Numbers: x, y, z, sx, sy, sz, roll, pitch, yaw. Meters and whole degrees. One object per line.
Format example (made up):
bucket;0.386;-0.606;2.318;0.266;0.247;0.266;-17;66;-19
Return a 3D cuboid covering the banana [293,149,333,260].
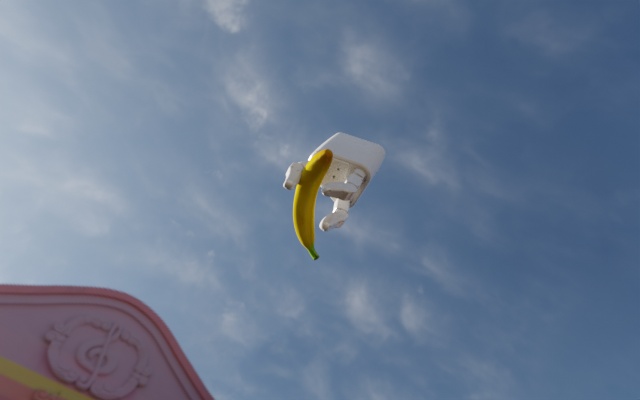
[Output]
banana;-0.015;-0.001;0.796;0.069;0.198;0.037;23;31;32
